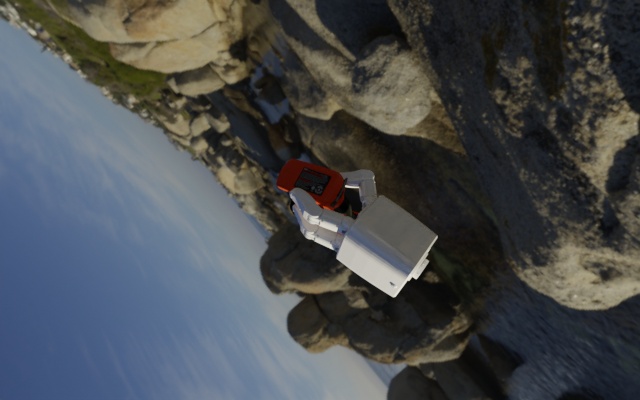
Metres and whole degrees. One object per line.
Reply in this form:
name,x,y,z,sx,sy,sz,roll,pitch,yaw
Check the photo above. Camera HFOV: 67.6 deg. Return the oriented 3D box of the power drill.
power drill,0.000,0.003,0.793,0.184,0.057,0.188,18,-16,28
